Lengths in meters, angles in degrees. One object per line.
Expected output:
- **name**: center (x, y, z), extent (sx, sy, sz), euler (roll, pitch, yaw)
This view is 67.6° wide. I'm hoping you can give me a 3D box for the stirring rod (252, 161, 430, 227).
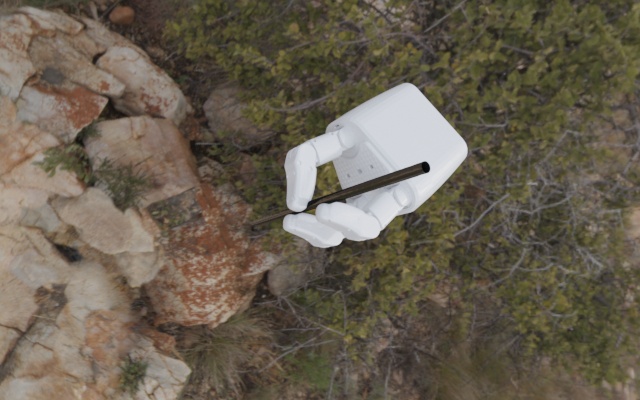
- **stirring rod**: center (0.000, 0.001, 0.403), extent (0.011, 0.011, 0.239), euler (0, -11, -35)
